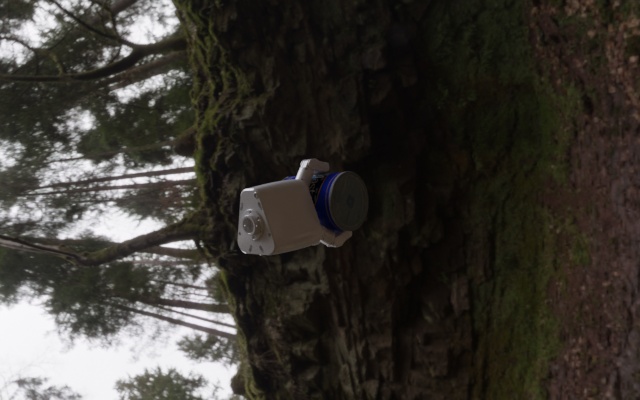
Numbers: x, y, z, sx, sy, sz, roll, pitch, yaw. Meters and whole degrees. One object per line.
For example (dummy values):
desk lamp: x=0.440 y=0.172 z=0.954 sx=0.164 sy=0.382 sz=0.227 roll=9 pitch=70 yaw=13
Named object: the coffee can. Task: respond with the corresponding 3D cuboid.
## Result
coffee can: x=0.000 y=0.003 z=0.858 sx=0.140 sy=0.103 sz=0.103 roll=-2 pitch=-1 yaw=42
